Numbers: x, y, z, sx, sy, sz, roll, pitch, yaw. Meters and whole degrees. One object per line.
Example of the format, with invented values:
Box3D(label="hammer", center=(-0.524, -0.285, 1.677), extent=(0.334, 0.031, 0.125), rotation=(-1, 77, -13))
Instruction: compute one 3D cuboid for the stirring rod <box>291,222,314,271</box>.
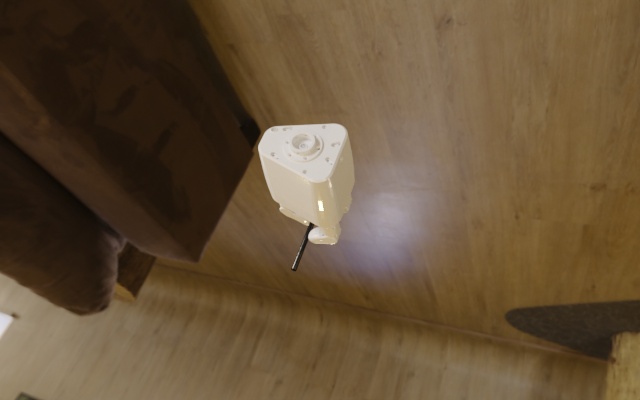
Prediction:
Box3D(label="stirring rod", center=(0.000, 0.002, 0.749), extent=(0.011, 0.239, 0.011), rotation=(17, -29, 9))
